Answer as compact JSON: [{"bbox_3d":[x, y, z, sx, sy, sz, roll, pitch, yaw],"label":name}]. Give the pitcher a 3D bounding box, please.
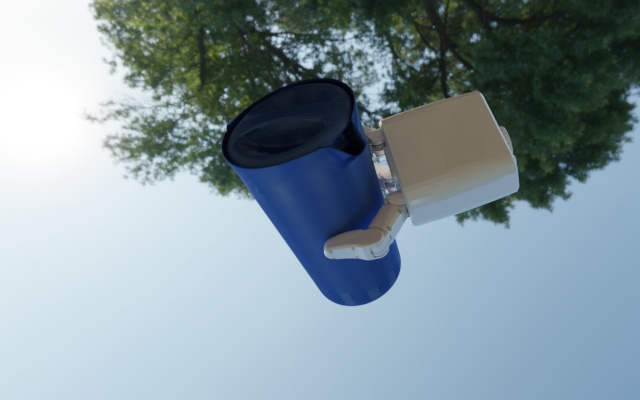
[{"bbox_3d":[0.000,0.002,0.517,0.145,0.243,0.149,-19,40,8],"label":"pitcher"}]
